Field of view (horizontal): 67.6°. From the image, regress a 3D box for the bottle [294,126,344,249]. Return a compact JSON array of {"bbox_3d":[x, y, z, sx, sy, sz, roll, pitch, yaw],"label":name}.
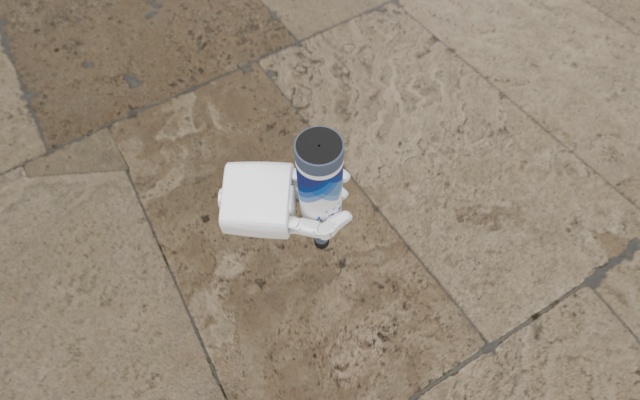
[{"bbox_3d":[0.000,0.002,0.750,0.069,0.069,0.296,0,-30,1],"label":"bottle"}]
